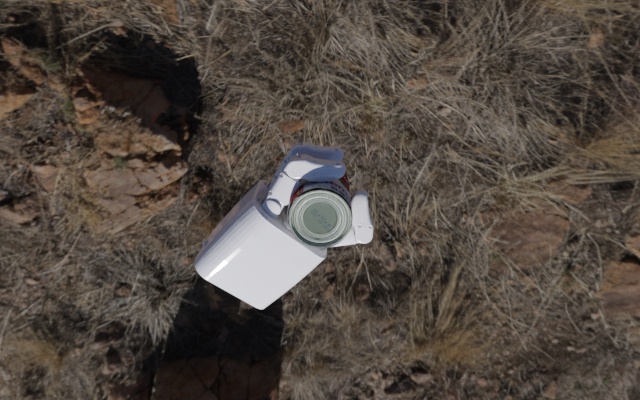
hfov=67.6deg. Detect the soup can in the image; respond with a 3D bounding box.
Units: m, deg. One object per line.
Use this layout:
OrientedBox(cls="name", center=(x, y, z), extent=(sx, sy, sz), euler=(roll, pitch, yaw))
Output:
OrientedBox(cls="soup can", center=(0.001, 0.002, 0.527), extent=(0.068, 0.068, 0.102), euler=(0, 20, 1))
